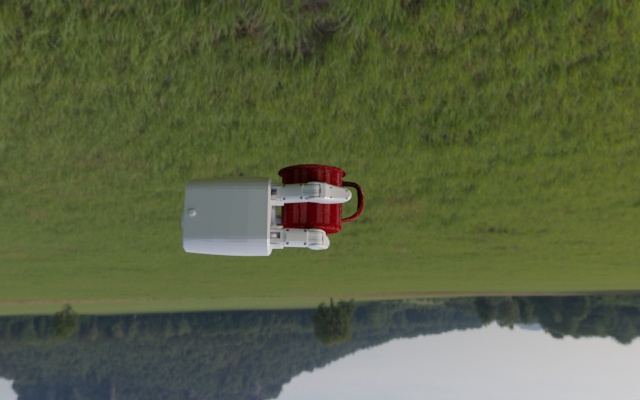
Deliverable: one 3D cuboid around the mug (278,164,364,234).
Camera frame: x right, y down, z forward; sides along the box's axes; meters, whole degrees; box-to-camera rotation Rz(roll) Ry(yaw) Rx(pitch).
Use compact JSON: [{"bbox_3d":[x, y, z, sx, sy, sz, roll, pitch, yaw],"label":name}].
[{"bbox_3d":[0.002,0.002,0.646,0.117,0.081,0.093,0,-11,0],"label":"mug"}]
